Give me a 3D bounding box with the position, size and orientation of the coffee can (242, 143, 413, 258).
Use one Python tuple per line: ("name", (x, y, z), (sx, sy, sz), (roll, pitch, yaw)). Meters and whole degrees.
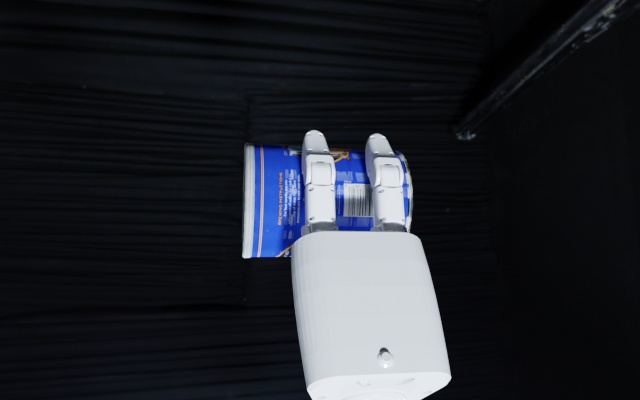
("coffee can", (0.000, 0.001, 0.439), (0.140, 0.103, 0.103), (1, 0, -10))
